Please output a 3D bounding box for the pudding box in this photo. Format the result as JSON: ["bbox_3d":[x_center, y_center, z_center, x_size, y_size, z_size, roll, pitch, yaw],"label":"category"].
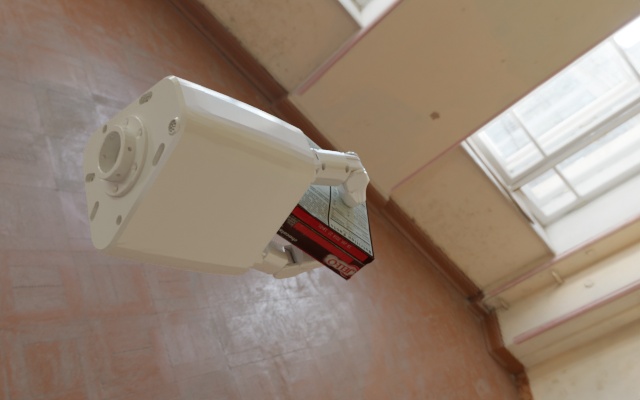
[{"bbox_3d":[0.000,0.001,0.414,0.090,0.113,0.039,37,-60,-25],"label":"pudding box"}]
